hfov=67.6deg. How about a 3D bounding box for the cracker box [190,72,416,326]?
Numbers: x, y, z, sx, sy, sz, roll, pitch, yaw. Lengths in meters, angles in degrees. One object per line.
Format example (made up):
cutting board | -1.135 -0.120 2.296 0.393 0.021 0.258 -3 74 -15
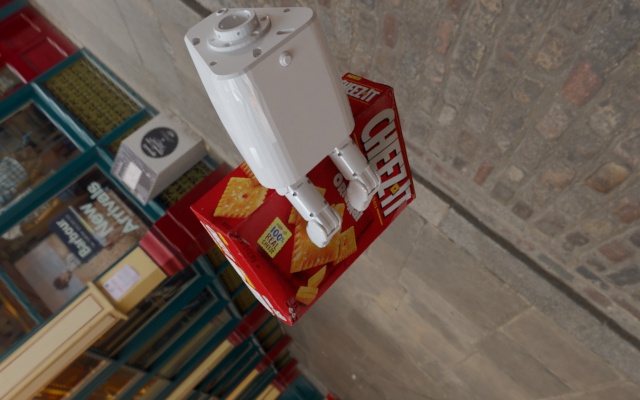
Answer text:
cracker box | 0.000 0.002 0.490 0.213 0.164 0.072 -43 48 -19
